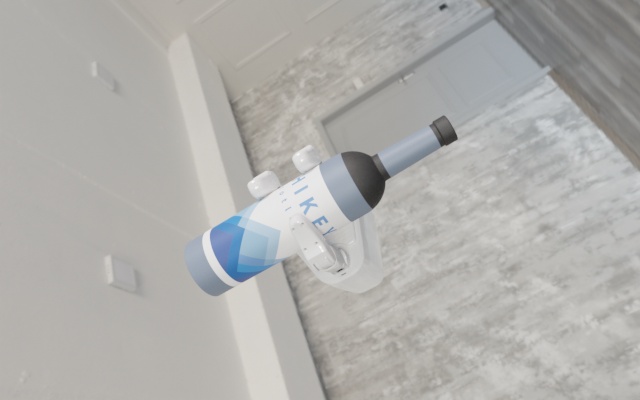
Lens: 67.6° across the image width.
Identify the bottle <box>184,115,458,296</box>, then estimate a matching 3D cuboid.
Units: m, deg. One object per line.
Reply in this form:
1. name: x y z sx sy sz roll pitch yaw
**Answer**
1. bottle: 0.000 0.002 0.486 0.296 0.069 0.069 -30 -6 11
